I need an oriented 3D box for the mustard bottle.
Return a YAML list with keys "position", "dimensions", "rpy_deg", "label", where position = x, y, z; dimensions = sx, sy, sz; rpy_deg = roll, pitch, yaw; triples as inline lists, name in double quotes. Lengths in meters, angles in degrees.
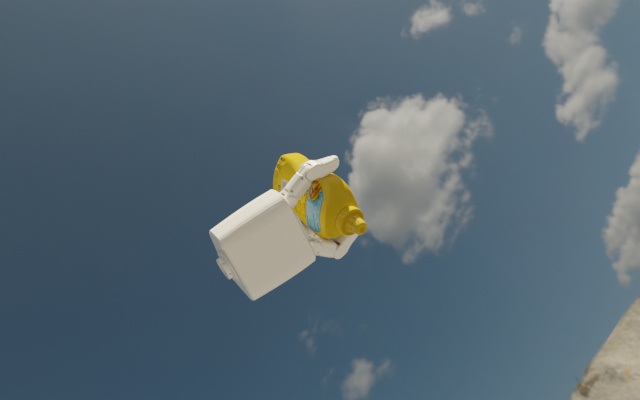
- position: [0.000, 0.002, 0.704]
  dimensions: [0.058, 0.096, 0.191]
  rpy_deg: [-11, 28, -34]
  label: "mustard bottle"
